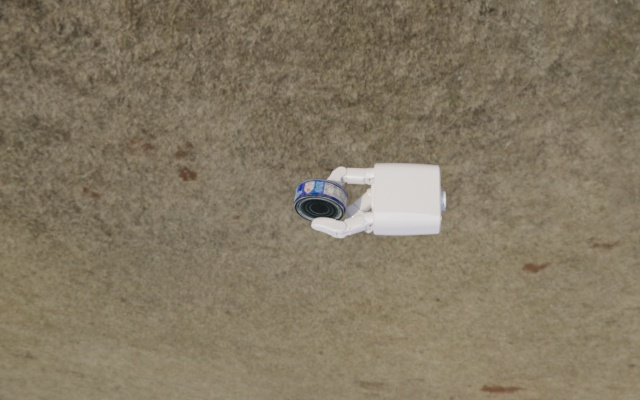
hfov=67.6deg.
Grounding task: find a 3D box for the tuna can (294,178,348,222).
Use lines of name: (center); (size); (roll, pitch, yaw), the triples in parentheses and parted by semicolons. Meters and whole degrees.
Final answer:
tuna can: (0.000, 0.003, 0.774); (0.086, 0.033, 0.086); (7, -33, 5)
